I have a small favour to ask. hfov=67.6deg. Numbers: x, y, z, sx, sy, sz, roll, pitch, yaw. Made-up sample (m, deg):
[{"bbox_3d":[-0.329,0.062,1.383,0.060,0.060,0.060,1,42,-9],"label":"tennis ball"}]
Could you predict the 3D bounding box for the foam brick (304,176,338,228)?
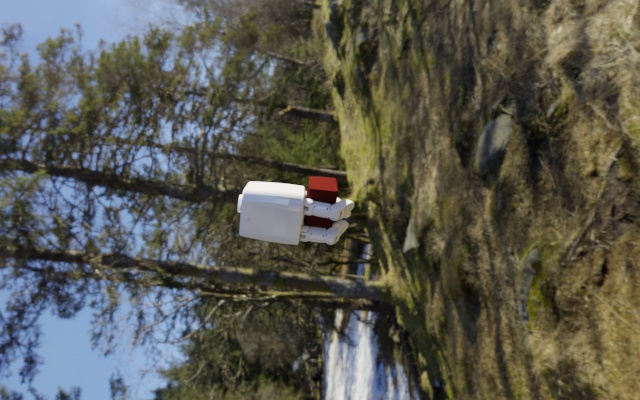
[{"bbox_3d":[0.000,0.003,0.854,0.051,0.078,0.053,7,28,-4],"label":"foam brick"}]
